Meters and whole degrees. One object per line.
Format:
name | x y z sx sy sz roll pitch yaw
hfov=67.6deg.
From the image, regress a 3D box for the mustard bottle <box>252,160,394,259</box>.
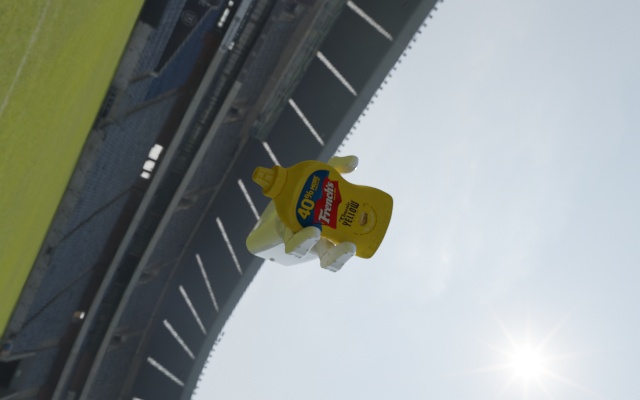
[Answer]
mustard bottle | 0.000 0.002 0.619 0.192 0.096 0.058 24 -4 -24
